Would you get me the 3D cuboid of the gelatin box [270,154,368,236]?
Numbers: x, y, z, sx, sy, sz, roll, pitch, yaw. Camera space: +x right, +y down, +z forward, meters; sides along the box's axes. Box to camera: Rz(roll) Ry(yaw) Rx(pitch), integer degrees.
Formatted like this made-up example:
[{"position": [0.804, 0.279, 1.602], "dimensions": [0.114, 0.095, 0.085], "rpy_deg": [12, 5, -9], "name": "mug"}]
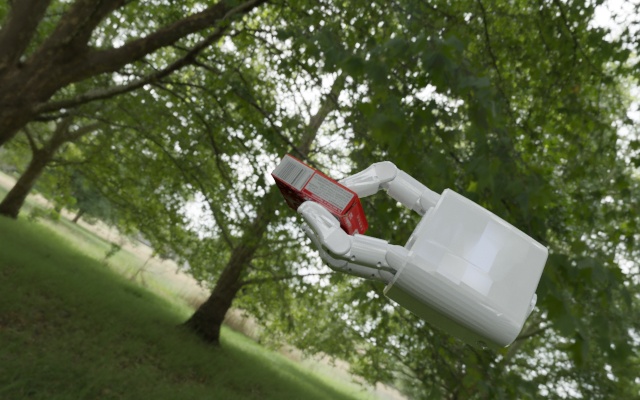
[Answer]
[{"position": [0.000, 0.001, 0.467], "dimensions": [0.089, 0.030, 0.073], "rpy_deg": [31, -16, 24], "name": "gelatin box"}]
